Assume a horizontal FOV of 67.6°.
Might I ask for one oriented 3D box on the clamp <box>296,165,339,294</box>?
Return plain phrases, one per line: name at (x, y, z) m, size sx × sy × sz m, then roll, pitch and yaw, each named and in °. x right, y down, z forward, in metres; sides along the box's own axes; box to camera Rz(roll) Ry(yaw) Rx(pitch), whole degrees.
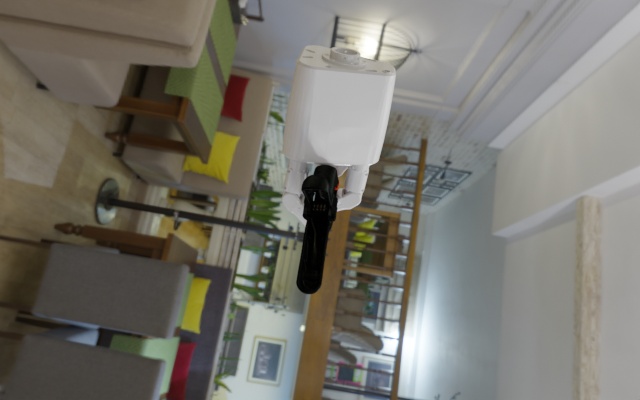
clamp at (0.001, 0.002, 0.504) m, size 0.039 × 0.120 × 0.171 m, roll 10°, pitch 31°, yaw 0°
